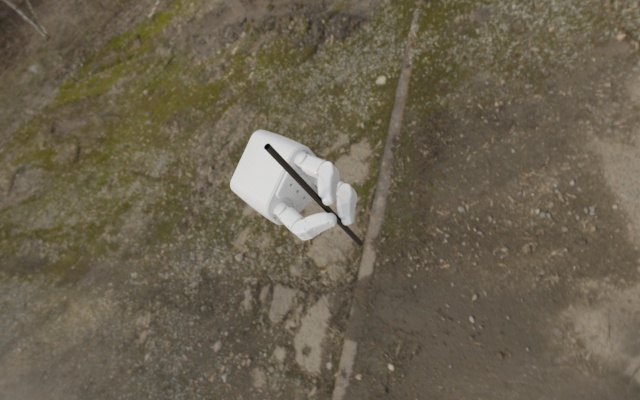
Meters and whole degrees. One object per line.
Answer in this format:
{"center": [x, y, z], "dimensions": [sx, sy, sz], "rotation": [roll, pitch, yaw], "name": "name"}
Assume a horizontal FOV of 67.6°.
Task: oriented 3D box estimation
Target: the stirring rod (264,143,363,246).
{"center": [0.000, 0.002, 0.600], "dimensions": [0.011, 0.011, 0.240], "rotation": [0, -30, 33], "name": "stirring rod"}
